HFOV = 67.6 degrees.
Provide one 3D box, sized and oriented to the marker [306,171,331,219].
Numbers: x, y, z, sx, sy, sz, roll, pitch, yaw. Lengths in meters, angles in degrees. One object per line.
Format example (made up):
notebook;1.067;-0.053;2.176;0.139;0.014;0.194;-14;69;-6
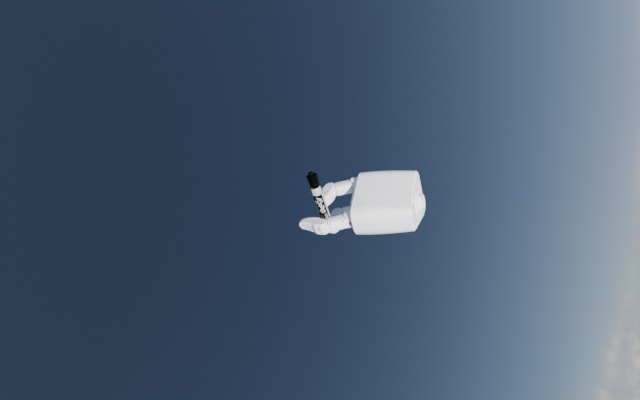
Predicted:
marker;0.000;0.003;0.824;0.020;0.121;0.020;-13;32;8
